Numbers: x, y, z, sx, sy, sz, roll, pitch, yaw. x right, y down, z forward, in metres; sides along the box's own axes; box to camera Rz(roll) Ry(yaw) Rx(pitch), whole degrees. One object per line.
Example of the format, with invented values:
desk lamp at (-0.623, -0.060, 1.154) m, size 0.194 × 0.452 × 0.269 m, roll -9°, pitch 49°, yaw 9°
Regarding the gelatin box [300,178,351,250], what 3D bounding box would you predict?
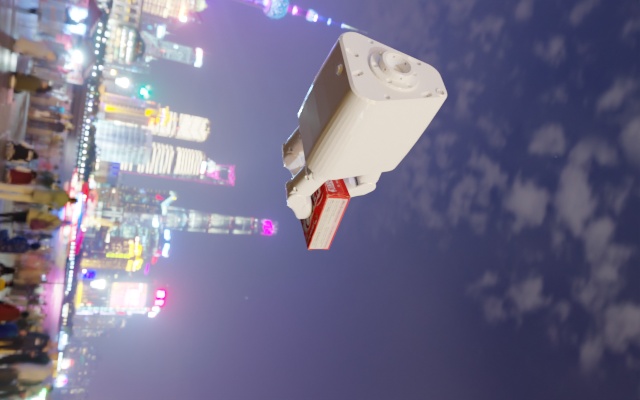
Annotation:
gelatin box at (0.000, 0.002, 0.557) m, size 0.030 × 0.089 × 0.073 m, roll 2°, pitch 43°, yaw -20°
